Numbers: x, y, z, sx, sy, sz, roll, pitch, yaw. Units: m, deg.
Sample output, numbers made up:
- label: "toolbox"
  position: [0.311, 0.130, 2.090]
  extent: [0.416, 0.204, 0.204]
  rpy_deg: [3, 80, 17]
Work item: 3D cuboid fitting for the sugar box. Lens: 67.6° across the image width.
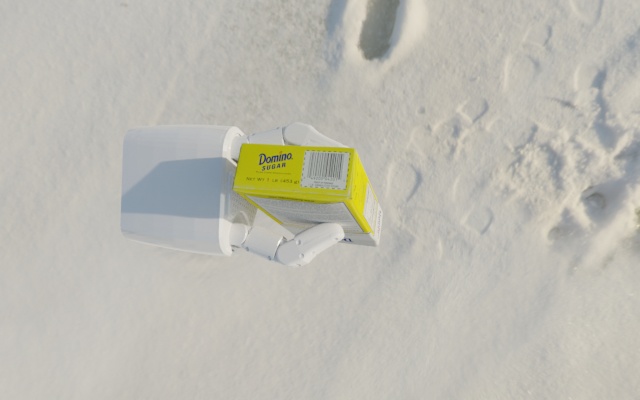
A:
- label: "sugar box"
  position: [0.000, 0.001, 0.430]
  extent: [0.093, 0.048, 0.176]
  rpy_deg: [5, -12, 14]
